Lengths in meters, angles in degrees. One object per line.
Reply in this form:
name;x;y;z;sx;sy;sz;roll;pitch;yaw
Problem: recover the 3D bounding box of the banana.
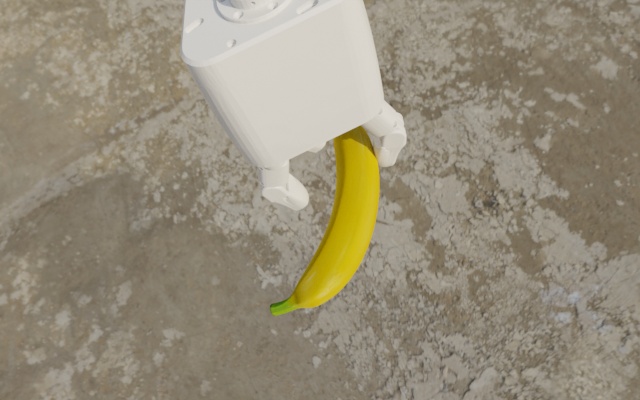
banana;0.016;0.008;0.408;0.069;0.197;0.037;11;-21;23
